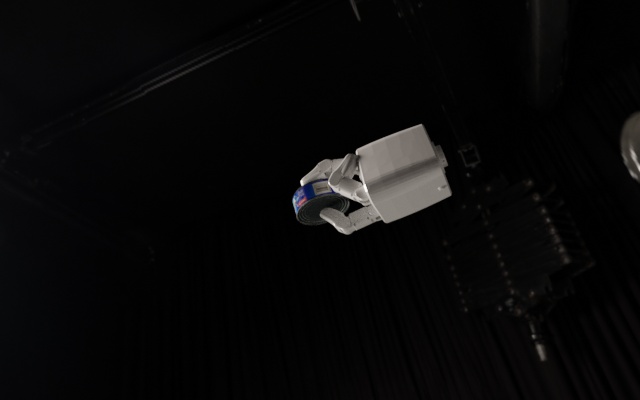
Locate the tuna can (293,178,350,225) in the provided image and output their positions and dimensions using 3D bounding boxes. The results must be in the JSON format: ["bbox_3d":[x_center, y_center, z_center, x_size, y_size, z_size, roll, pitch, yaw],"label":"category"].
[{"bbox_3d":[0.000,0.002,0.753,0.086,0.033,0.086,-13,-30,-8],"label":"tuna can"}]
